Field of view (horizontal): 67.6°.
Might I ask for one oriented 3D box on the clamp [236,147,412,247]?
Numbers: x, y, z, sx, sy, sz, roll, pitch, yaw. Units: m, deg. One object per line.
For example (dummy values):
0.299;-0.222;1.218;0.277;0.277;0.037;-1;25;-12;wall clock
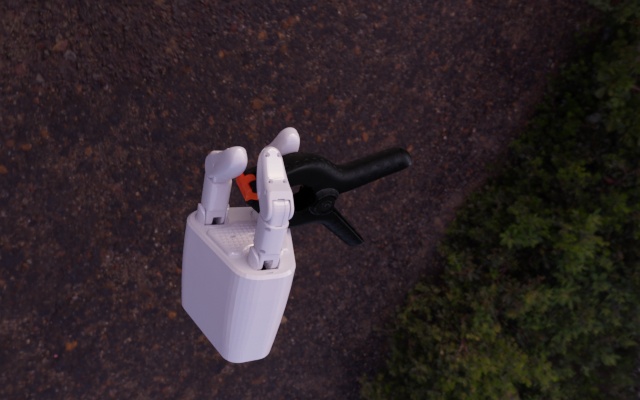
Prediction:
0.000;0.002;0.456;0.171;0.120;0.039;-2;33;-28;clamp
